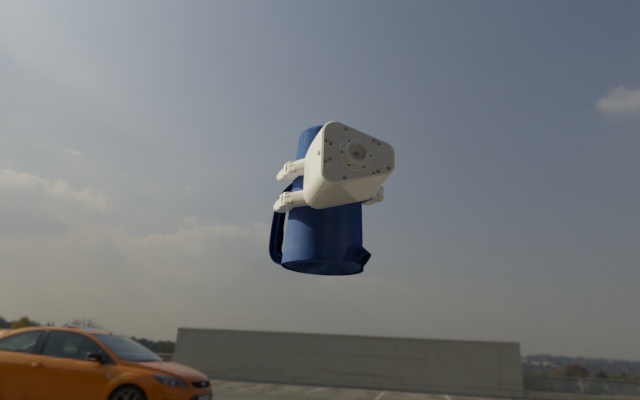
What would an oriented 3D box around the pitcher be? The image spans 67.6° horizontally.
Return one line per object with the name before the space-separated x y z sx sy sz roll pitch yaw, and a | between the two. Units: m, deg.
pitcher | 0.000 0.003 0.807 0.149 0.242 0.145 7 -19 -11
